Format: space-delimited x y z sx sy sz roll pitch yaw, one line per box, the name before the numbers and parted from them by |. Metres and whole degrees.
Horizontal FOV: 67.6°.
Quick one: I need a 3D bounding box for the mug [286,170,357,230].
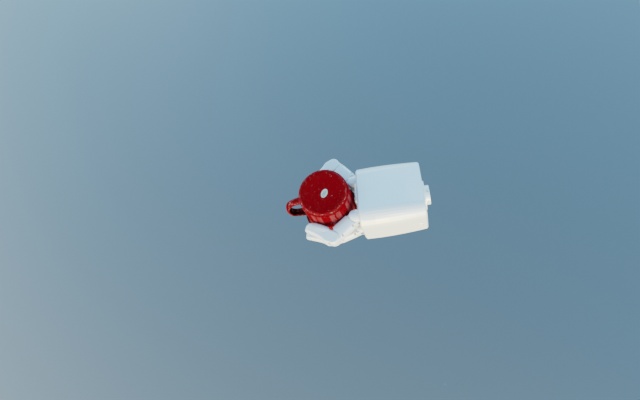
mug | -0.001 0.003 0.787 0.117 0.093 0.081 -9 -22 10
